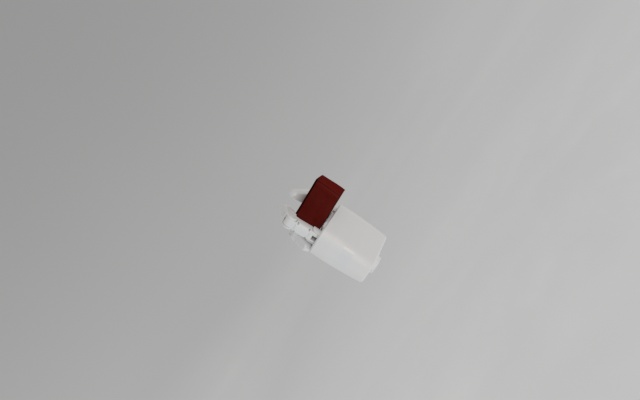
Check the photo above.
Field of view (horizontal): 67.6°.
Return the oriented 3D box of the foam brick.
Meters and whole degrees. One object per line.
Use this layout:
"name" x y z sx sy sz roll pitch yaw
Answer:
"foam brick" 0.000 0.002 0.841 0.051 0.078 0.053 33 19 4
